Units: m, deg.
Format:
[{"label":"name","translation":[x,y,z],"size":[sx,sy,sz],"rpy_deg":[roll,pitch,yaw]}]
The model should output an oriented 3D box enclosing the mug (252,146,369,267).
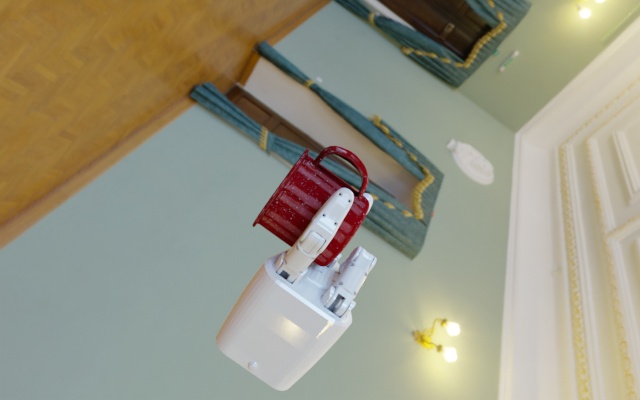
[{"label":"mug","translation":[0.001,0.001,0.461],"size":[0.081,0.117,0.093],"rpy_deg":[36,22,-3]}]
